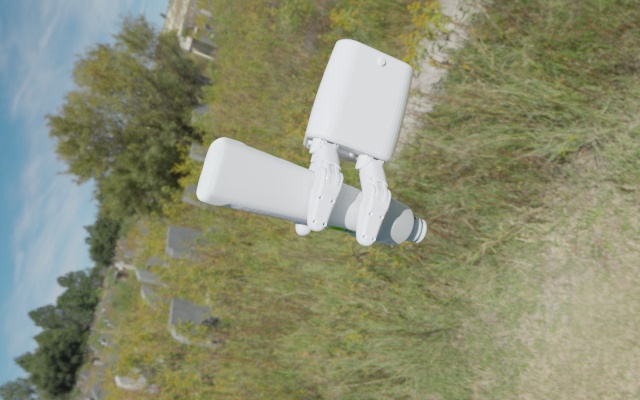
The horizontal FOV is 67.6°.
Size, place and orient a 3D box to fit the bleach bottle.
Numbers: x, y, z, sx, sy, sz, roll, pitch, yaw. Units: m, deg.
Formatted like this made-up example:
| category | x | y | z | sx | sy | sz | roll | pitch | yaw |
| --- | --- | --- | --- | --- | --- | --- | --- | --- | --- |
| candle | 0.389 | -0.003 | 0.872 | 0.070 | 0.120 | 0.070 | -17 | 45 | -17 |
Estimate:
| category | x | y | z | sx | sy | sz | roll | pitch | yaw |
| --- | --- | --- | --- | --- | --- | --- | --- | --- | --- |
| bleach bottle | 0.000 | 0.002 | 0.521 | 0.251 | 0.068 | 0.102 | 17 | -4 | -21 |
